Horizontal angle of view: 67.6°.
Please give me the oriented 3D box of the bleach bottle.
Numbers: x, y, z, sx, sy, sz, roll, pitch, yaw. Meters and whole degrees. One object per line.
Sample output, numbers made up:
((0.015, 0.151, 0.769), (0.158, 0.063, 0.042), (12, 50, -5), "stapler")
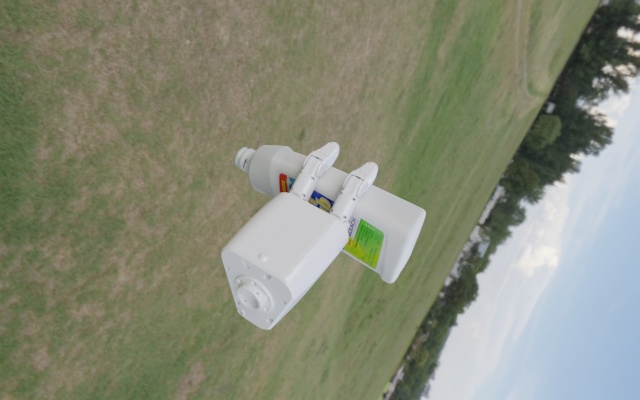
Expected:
((0.000, 0.002, 0.604), (0.251, 0.103, 0.068), (27, 45, 18), "bleach bottle")
